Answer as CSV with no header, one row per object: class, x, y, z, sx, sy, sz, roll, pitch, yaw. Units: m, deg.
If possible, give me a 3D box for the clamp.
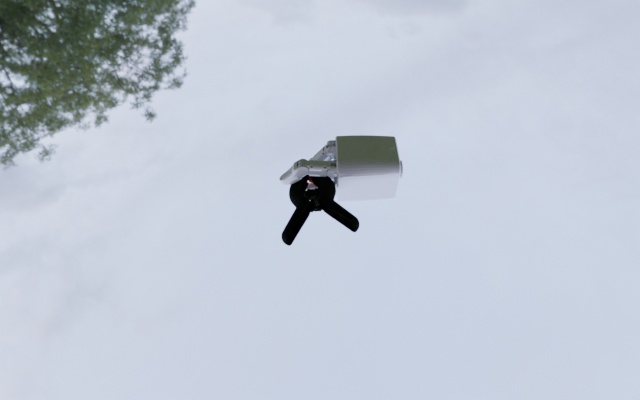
clamp,0.000,0.003,0.782,0.120,0.039,0.171,-1,45,1
